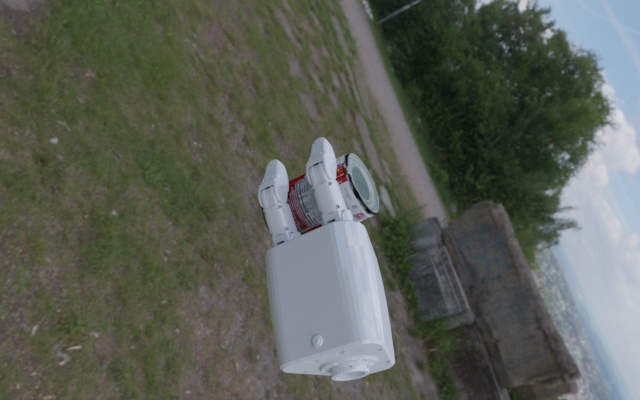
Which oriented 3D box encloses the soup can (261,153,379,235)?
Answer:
[{"bbox_3d":[0.000,0.001,0.488,0.102,0.068,0.068,-24,-10,22],"label":"soup can"}]
